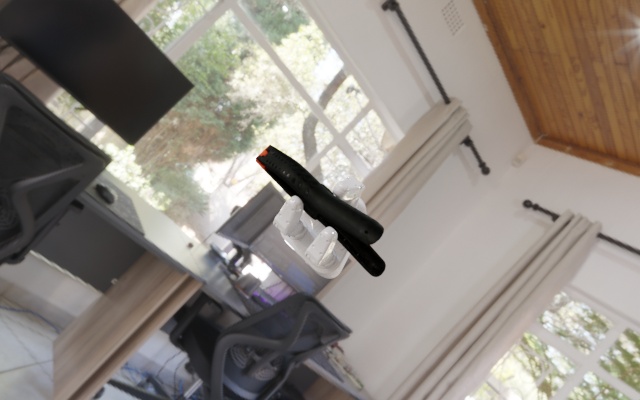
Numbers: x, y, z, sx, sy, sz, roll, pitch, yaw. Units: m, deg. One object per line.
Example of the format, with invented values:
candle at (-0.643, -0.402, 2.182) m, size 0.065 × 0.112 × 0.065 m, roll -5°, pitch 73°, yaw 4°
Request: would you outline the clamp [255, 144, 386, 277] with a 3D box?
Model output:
clamp at (0.000, 0.001, 0.559) m, size 0.210 × 0.036 × 0.165 m, roll 43°, pitch -11°, yaw 14°
